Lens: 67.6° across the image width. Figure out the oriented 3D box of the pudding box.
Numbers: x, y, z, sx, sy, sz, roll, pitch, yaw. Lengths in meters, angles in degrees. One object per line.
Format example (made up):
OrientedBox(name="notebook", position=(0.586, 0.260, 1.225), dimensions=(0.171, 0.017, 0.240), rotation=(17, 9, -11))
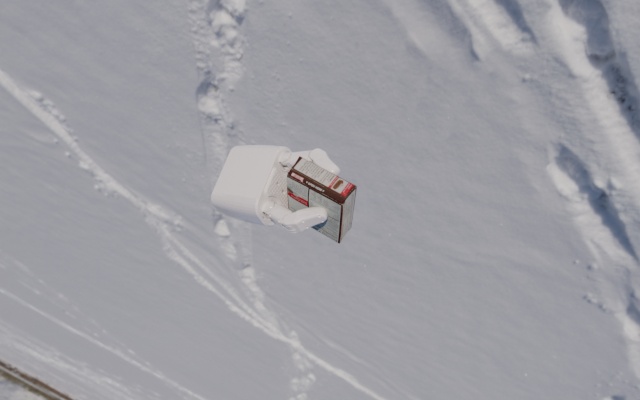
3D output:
OrientedBox(name="pudding box", position=(0.000, 0.002, 0.657), dimensions=(0.090, 0.039, 0.114), rotation=(28, -26, 15))
